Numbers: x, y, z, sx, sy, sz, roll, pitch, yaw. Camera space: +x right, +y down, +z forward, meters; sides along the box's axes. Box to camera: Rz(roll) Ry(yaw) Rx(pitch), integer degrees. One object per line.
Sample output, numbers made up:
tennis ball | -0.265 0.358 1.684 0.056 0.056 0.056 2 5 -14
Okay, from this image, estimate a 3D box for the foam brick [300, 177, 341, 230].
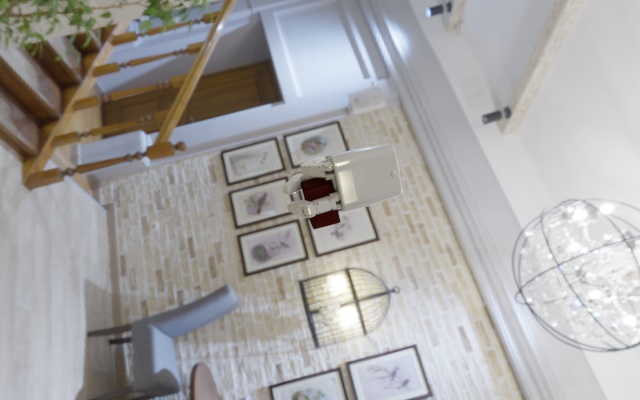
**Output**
foam brick | 0.000 0.003 0.835 0.051 0.078 0.053 -15 20 -4
